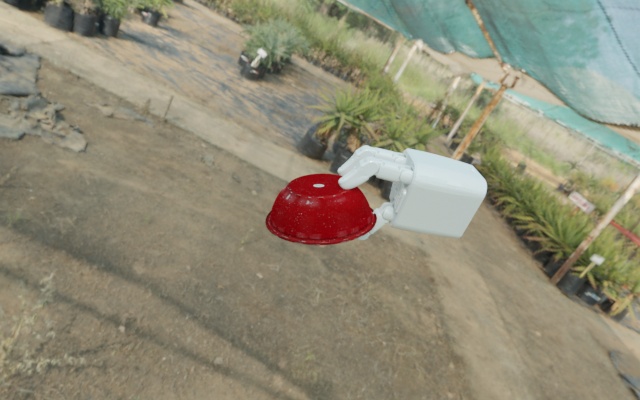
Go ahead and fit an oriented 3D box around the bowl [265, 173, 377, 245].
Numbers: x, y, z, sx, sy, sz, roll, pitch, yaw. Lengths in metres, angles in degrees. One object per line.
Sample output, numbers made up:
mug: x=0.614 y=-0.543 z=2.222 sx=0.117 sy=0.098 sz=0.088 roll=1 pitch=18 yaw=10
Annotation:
bowl: x=-0.001 y=0.002 z=0.681 sx=0.162 sy=0.055 sz=0.162 roll=-2 pitch=24 yaw=1
